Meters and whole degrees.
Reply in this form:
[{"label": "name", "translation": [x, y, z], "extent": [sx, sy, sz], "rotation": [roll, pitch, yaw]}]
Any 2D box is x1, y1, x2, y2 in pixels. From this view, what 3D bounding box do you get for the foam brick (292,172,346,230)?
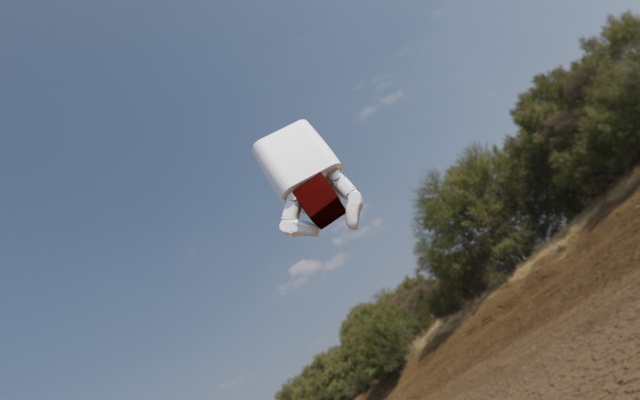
[{"label": "foam brick", "translation": [0.000, 0.002, 0.719], "extent": [0.053, 0.051, 0.078], "rotation": [-34, -21, 0]}]
